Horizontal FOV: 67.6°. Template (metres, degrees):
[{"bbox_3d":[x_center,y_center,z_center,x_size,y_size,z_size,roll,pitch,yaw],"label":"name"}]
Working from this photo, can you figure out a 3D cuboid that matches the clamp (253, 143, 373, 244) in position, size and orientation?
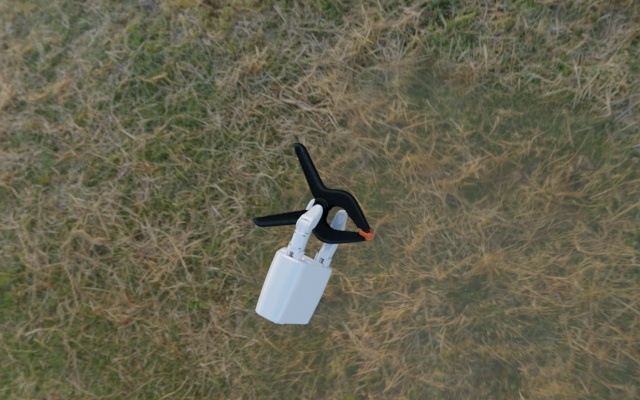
[{"bbox_3d":[0.000,0.003,0.817,0.210,0.164,0.036,22,3,19],"label":"clamp"}]
